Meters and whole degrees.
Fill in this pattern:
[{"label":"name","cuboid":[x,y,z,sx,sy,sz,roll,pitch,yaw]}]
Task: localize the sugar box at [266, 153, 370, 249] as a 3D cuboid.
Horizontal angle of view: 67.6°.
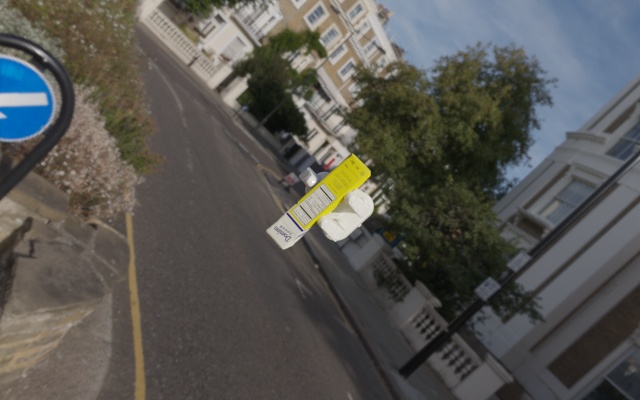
[{"label":"sugar box","cuboid":[0.001,0.003,0.747,0.176,0.048,0.093,-44,-5,4]}]
